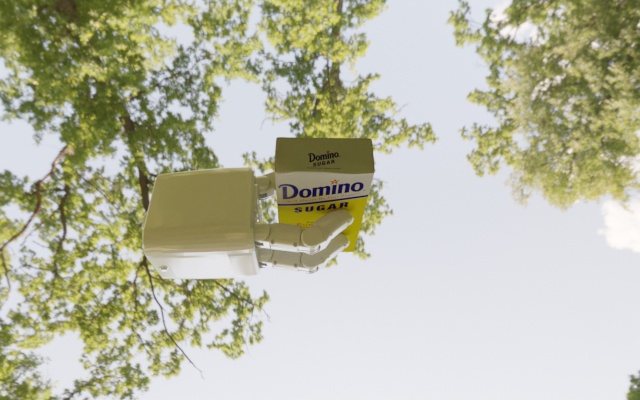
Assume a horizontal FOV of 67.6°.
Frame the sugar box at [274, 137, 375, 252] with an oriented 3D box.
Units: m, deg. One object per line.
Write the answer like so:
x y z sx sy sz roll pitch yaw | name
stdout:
0.000 0.002 0.509 0.093 0.048 0.176 0 -28 -2 | sugar box
